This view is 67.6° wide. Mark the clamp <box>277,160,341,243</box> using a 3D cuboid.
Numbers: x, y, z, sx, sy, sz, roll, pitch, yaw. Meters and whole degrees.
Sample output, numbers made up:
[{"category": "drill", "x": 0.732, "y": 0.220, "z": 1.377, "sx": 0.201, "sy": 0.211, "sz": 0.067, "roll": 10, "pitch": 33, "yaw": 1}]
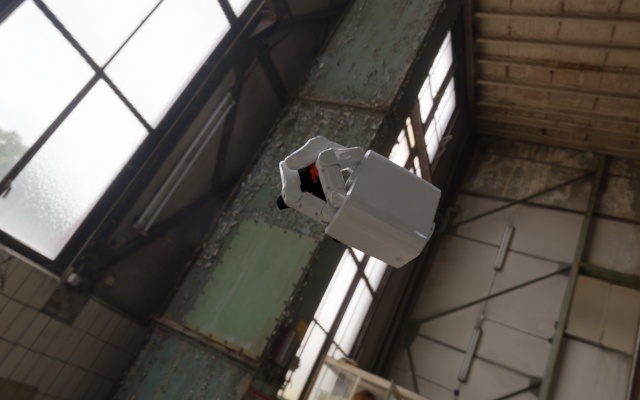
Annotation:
[{"category": "clamp", "x": 0.000, "y": 0.002, "z": 0.665, "sx": 0.120, "sy": 0.039, "sz": 0.171, "roll": 28, "pitch": -23, "yaw": 0}]
